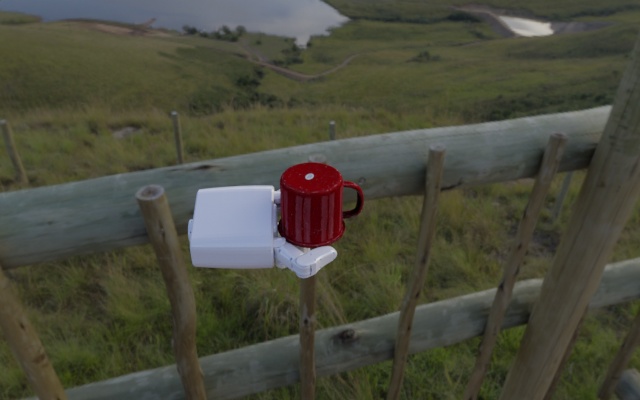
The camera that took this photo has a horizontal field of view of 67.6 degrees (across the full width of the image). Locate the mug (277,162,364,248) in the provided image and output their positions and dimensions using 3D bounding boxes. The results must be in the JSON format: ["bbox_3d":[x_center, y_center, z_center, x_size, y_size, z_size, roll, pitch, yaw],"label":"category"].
[{"bbox_3d":[0.002,0.002,0.632,0.117,0.082,0.093,-3,34,-6],"label":"mug"}]
